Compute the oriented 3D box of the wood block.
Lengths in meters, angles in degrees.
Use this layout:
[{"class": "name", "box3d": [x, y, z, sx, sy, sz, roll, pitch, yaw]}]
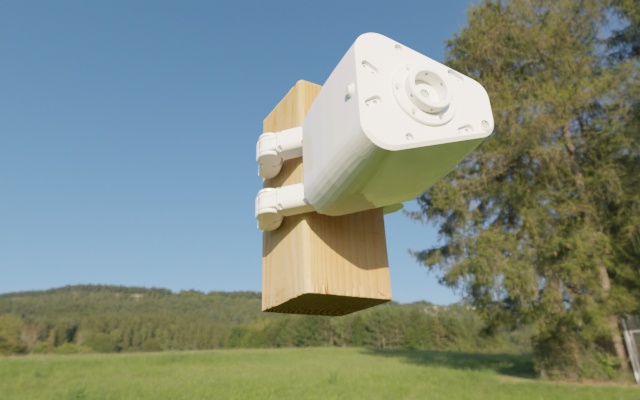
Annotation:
[{"class": "wood block", "box3d": [0.001, 0.001, 0.470, 0.091, 0.206, 0.090, 12, -27, -29]}]
